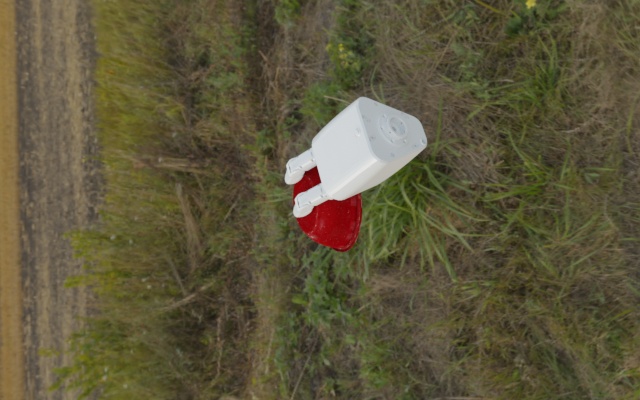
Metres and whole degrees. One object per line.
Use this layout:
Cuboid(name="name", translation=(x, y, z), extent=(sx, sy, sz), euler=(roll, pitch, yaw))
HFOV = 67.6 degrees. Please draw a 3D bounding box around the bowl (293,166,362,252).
Cuboid(name="bowl", translation=(-0.001, 0.003, 0.730), extent=(0.055, 0.162, 0.162), euler=(-7, 3, -25))
